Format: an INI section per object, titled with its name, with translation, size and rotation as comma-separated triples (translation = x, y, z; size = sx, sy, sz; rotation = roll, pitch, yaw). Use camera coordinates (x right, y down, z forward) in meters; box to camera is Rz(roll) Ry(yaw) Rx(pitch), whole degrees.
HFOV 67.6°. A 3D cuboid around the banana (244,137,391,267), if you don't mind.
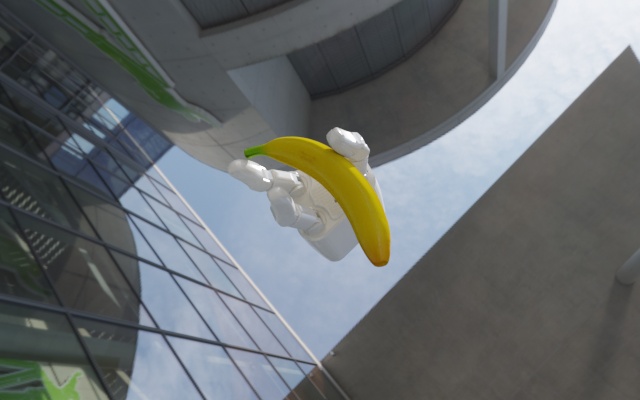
[banana]
translation = 0.010, -0.014, 0.490
size = 0.197, 0.069, 0.037
rotation = 39, -11, 25
